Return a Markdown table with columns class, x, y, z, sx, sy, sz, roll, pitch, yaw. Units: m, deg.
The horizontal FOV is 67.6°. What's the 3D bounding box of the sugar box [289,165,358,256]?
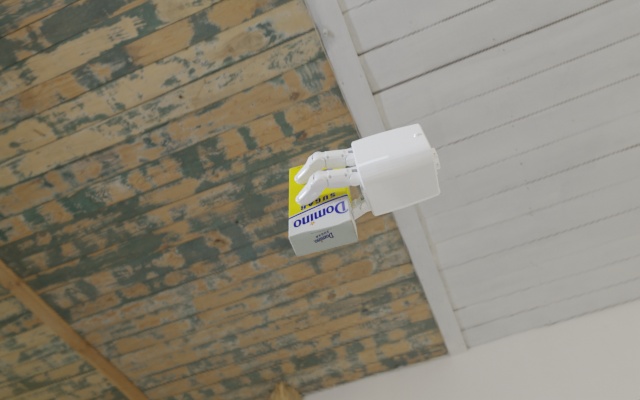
| class | x | y | z | sx | sy | sz | roll | pitch | yaw |
| --- | --- | --- | --- | --- | --- | --- | --- | --- | --- |
| sugar box | 0.000 | 0.002 | 0.726 | 0.093 | 0.048 | 0.176 | -15 | 33 | 7 |
